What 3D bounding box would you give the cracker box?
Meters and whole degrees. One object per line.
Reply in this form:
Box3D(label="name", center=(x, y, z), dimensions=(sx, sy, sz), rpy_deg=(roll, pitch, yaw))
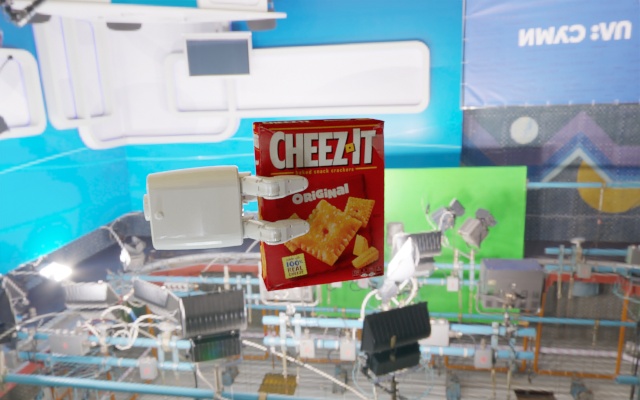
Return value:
Box3D(label="cracker box", center=(0.000, 0.002, 0.629), dimensions=(0.164, 0.214, 0.072), rpy_deg=(-4, 13, -14))
